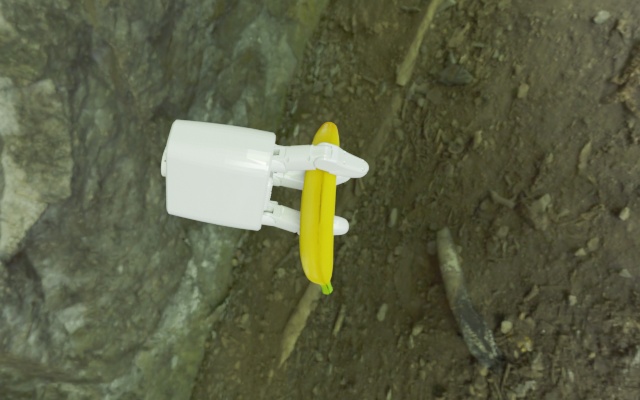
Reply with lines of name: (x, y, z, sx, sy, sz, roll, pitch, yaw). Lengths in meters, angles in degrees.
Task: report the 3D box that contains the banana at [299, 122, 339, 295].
banana: (-0.001, 0.003, 0.520, 0.037, 0.197, 0.069, 3, -7, 4)
